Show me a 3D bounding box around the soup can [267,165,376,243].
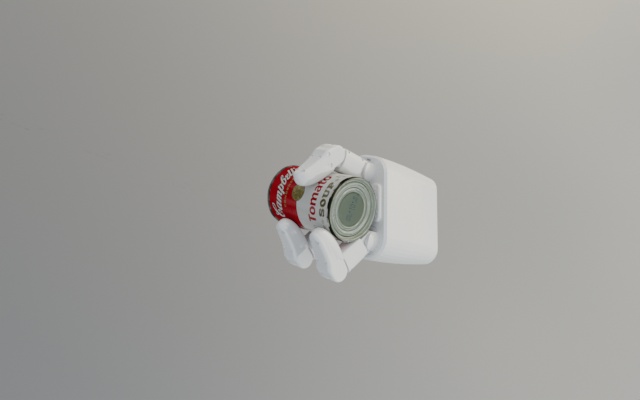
[{"bbox_3d":[0.000,0.001,0.505,0.068,0.068,0.102,0,9,-41],"label":"soup can"}]
